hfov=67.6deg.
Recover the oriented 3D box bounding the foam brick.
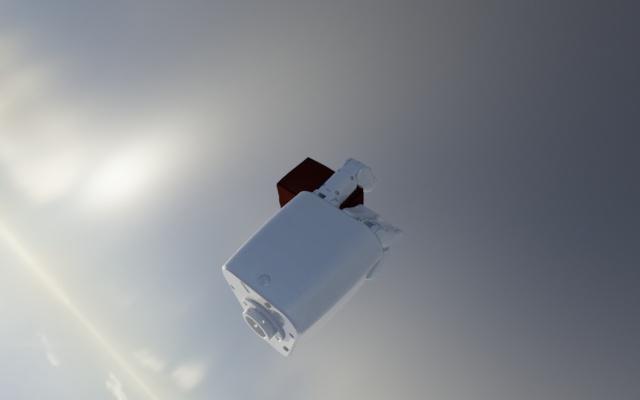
[{"bbox_3d":[0.000,0.002,0.498,0.078,0.053,0.051,32,58,28],"label":"foam brick"}]
